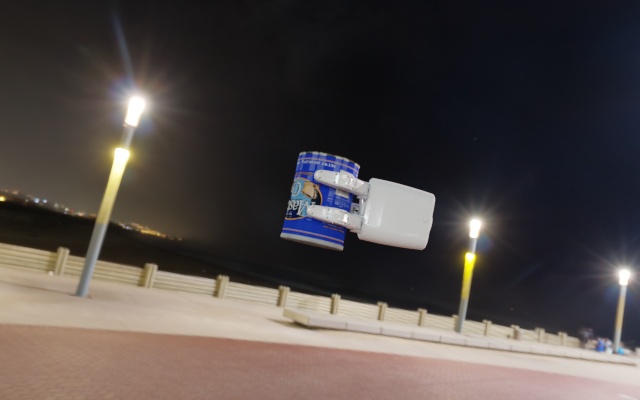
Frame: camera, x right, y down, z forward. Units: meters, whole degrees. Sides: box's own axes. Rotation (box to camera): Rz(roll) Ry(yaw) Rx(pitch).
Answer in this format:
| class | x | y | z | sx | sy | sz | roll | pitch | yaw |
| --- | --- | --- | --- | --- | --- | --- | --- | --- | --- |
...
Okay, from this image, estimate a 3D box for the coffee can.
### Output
| class | x | y | z | sx | sy | sz | roll | pitch | yaw |
| --- | --- | --- | --- | --- | --- | --- | --- | --- | --- |
| coffee can | 0.000 | 0.003 | 0.777 | 0.103 | 0.140 | 0.103 | 12 | -8 | 2 |
